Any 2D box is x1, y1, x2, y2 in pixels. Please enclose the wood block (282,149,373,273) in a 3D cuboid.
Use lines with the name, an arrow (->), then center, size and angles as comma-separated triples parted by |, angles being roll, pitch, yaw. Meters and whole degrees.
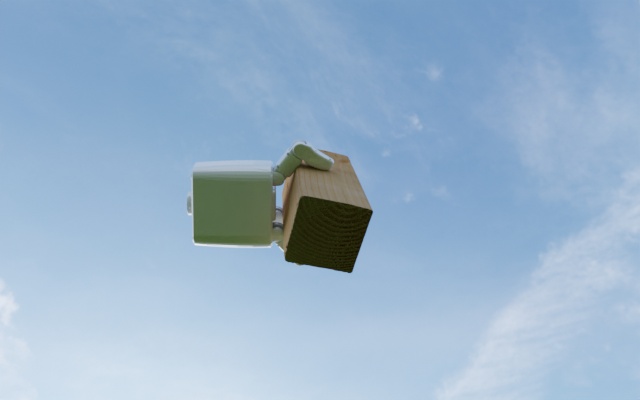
wood block -> 0.000, 0.002, 0.657 | 0.090, 0.091, 0.206 | 12, 22, -10
